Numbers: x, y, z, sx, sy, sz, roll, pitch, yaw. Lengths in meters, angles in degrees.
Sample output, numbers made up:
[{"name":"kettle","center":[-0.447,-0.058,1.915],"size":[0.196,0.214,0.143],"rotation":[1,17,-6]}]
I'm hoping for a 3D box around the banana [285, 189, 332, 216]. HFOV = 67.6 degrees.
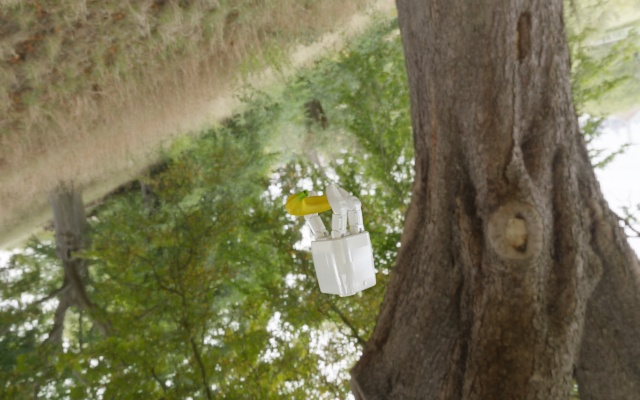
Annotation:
[{"name":"banana","center":[-0.018,0.007,0.897],"size":[0.069,0.037,0.198],"rotation":[-13,-5,19]}]
